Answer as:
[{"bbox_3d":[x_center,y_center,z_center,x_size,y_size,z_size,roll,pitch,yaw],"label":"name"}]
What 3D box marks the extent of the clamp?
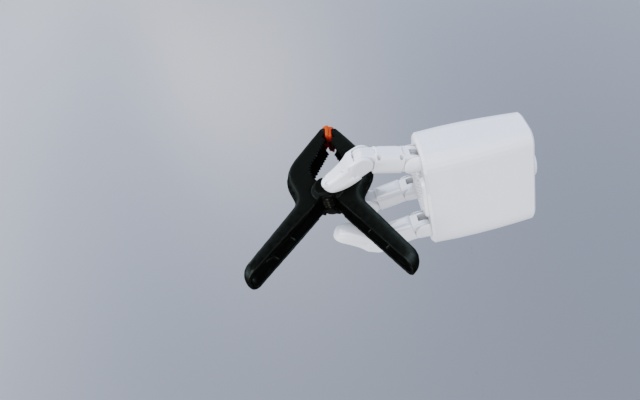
[{"bbox_3d":[0.000,0.001,0.501,0.164,0.209,0.036,-11,-42,4],"label":"clamp"}]
